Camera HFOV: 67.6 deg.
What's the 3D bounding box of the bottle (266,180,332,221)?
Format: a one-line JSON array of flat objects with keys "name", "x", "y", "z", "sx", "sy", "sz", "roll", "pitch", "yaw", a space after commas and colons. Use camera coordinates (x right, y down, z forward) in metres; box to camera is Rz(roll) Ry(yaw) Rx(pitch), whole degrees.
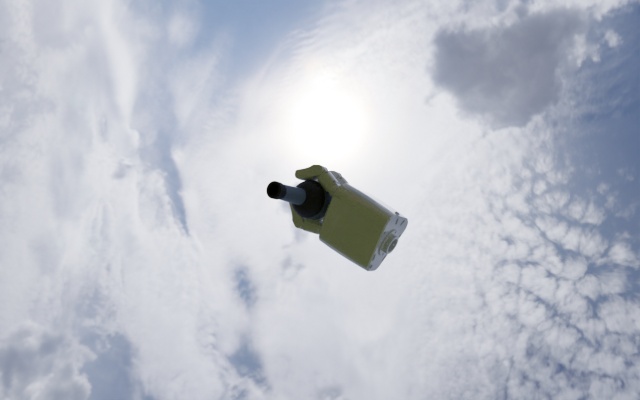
[{"name": "bottle", "x": 0.000, "y": 0.003, "z": 0.844, "sx": 0.069, "sy": 0.069, "sz": 0.296, "roll": 0, "pitch": -7, "yaw": 29}]
